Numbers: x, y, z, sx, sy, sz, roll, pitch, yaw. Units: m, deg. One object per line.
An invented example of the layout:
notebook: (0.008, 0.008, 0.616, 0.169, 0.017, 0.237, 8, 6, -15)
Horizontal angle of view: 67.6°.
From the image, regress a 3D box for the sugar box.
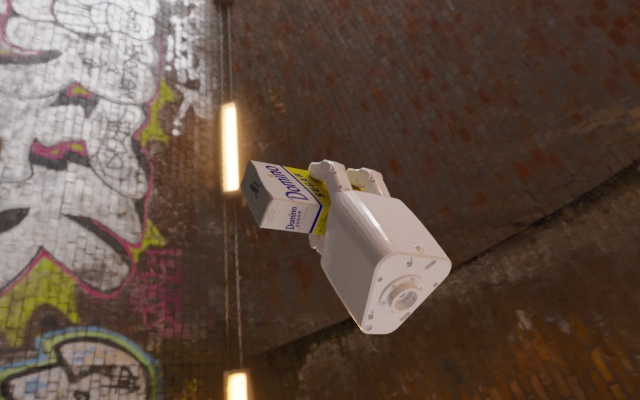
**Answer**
sugar box: (0.000, 0.002, 0.578, 0.176, 0.048, 0.093, 11, 25, -31)
